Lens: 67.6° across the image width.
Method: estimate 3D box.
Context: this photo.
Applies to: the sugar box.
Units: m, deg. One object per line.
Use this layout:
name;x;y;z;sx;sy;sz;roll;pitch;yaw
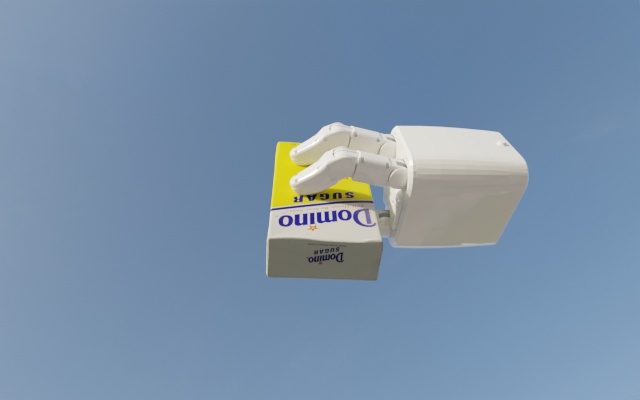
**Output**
sugar box;0.000;0.001;0.448;0.093;0.048;0.176;2;29;-5
